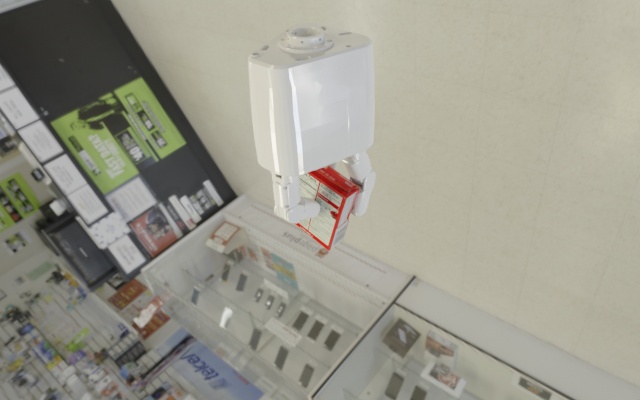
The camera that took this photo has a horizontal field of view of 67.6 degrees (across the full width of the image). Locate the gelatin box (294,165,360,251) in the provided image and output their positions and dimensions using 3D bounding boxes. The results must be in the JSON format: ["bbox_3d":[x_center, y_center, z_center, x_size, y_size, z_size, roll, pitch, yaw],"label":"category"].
[{"bbox_3d":[0.000,0.002,0.542,0.073,0.089,0.030,36,46,23],"label":"gelatin box"}]
